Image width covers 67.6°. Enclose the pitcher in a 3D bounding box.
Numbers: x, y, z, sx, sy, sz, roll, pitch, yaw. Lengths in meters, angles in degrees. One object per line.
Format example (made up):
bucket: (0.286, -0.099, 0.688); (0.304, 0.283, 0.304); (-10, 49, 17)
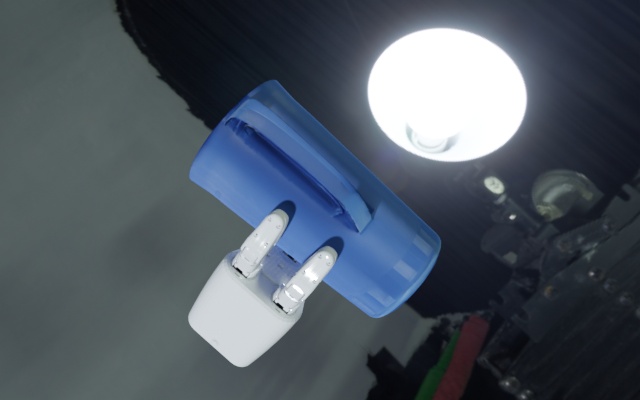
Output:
pitcher: (0.000, 0.002, 0.477); (0.243, 0.145, 0.149); (40, 31, 1)
